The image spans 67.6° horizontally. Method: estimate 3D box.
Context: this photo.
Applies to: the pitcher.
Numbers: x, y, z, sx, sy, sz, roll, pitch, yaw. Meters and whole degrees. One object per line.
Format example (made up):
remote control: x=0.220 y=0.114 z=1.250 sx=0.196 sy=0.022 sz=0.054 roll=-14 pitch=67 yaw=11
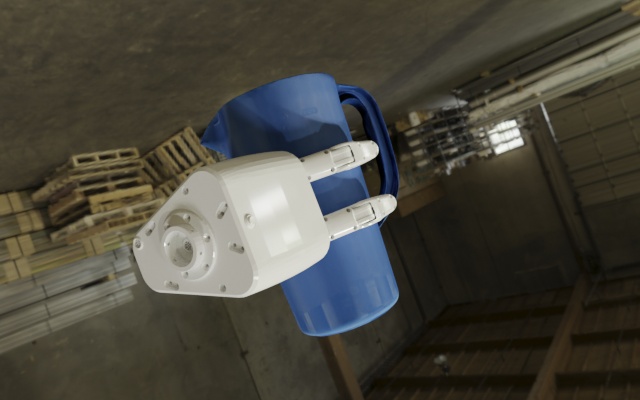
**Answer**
pitcher: x=0.000 y=0.002 z=0.490 sx=0.149 sy=0.243 sz=0.145 roll=-21 pitch=-1 yaw=28
